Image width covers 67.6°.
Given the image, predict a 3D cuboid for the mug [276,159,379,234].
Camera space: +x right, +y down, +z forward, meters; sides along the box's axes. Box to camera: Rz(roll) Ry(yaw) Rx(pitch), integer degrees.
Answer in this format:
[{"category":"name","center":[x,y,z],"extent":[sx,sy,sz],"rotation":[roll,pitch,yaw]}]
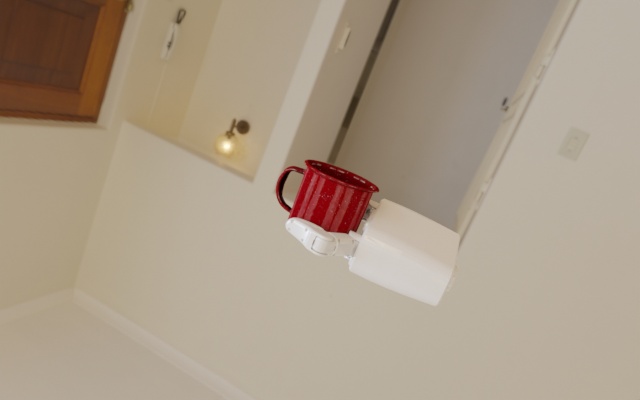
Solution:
[{"category":"mug","center":[-0.001,0.001,0.564],"extent":[0.117,0.081,0.093],"rotation":[24,13,10]}]
